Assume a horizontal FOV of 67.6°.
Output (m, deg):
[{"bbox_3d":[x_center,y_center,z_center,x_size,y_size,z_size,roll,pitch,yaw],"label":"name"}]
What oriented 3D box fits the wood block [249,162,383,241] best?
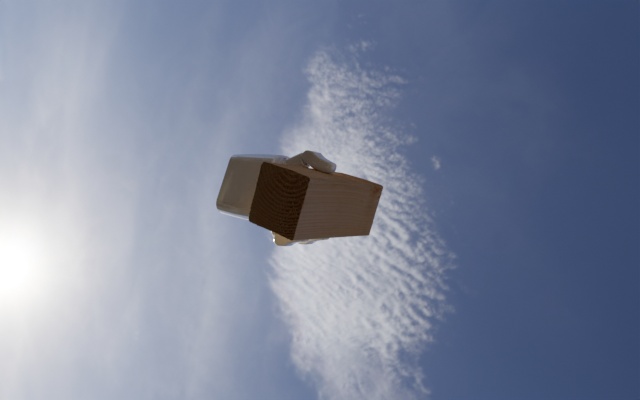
[{"bbox_3d":[0.000,0.002,0.733,0.090,0.091,0.206,20,10,34],"label":"wood block"}]
